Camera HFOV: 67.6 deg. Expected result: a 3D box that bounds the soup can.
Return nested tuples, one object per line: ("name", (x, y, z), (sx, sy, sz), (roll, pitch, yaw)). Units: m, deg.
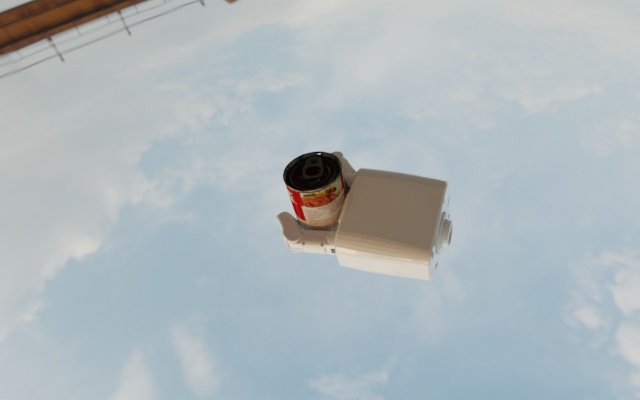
("soup can", (0.000, 0.002, 0.569), (0.068, 0.102, 0.068), (-8, 44, 7))
